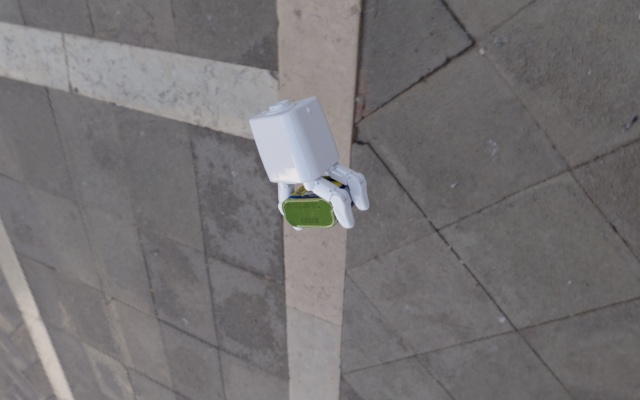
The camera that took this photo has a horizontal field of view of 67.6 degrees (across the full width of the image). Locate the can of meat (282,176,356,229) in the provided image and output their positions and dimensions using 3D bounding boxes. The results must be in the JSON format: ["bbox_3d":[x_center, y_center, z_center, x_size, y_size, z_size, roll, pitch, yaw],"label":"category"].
[{"bbox_3d":[0.000,0.003,0.769,0.102,0.057,0.084,-2,25,34],"label":"can of meat"}]
